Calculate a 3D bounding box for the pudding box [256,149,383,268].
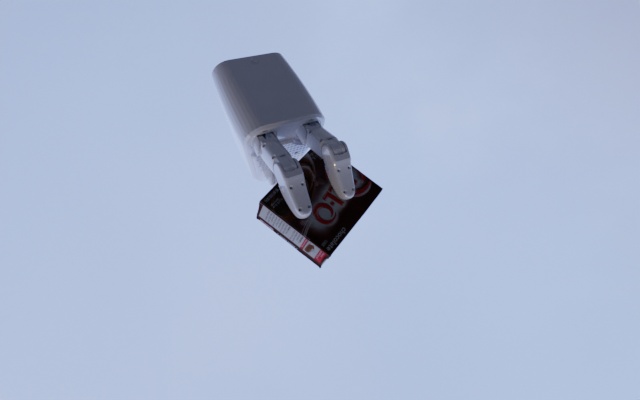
[{"bbox_3d":[0.000,0.002,0.508,0.090,0.113,0.039,37,-33,6],"label":"pudding box"}]
